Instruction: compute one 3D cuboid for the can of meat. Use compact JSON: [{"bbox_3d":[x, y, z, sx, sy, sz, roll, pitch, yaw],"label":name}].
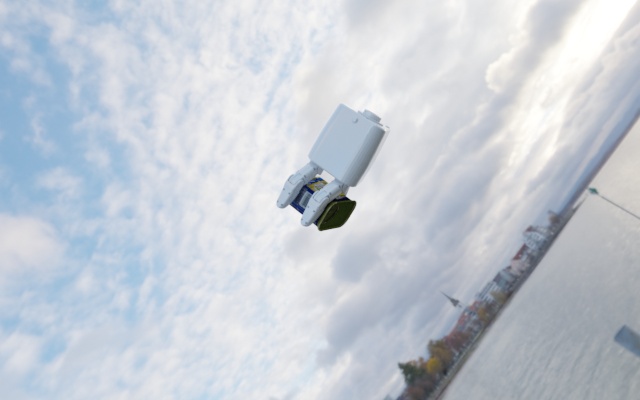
[{"bbox_3d":[0.000,0.003,0.814,0.084,0.057,0.102,38,20,23],"label":"can of meat"}]
